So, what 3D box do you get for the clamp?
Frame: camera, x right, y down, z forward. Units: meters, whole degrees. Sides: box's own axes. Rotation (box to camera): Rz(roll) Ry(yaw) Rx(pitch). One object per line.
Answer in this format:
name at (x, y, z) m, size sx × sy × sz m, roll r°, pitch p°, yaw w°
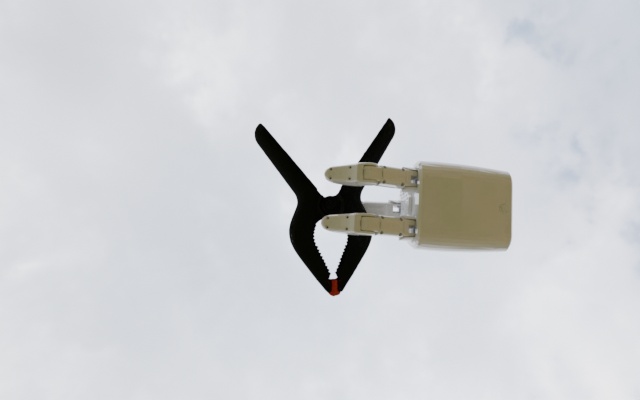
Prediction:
clamp at (0.000, 0.002, 0.551) m, size 0.164 × 0.210 × 0.036 m, roll 4°, pitch -7°, yaw 0°
